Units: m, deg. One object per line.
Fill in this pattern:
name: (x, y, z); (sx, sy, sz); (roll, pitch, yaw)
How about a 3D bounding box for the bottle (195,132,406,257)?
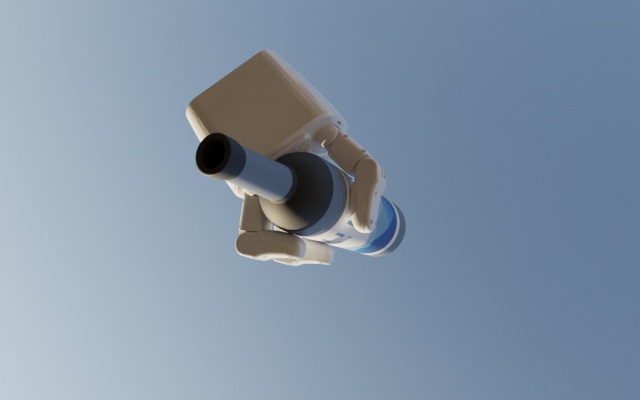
bottle: (0.000, 0.001, 0.415); (0.069, 0.069, 0.296); (0, -12, 27)
